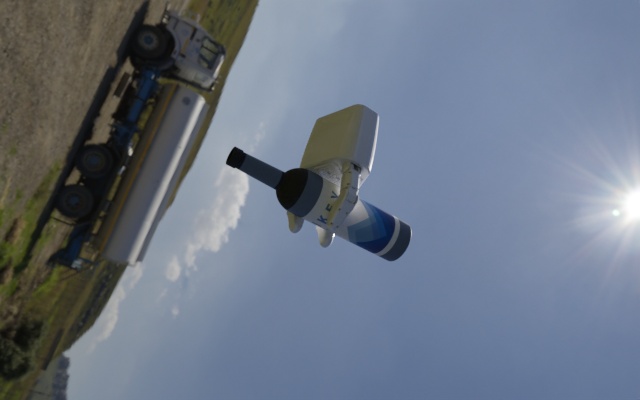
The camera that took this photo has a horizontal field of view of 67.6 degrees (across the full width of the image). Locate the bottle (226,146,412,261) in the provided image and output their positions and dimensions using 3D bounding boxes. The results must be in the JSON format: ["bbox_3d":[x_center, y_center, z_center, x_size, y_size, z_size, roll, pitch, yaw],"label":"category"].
[{"bbox_3d":[0.000,0.002,0.695,0.296,0.069,0.069,28,-11,-22],"label":"bottle"}]
